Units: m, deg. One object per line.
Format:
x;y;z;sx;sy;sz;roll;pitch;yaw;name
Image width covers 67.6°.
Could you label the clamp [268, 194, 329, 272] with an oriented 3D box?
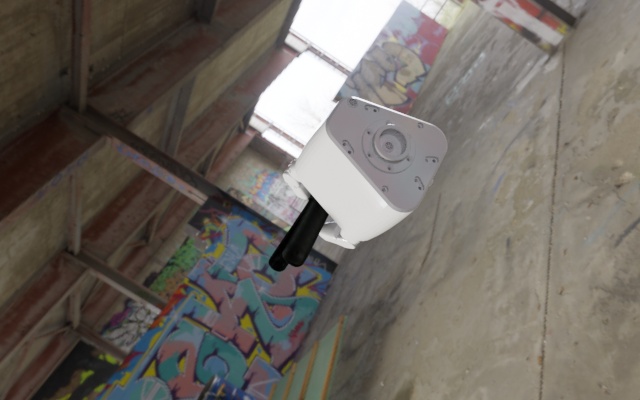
0.000;0.001;0.593;0.036;0.210;0.164;34;-22;-5;clamp
